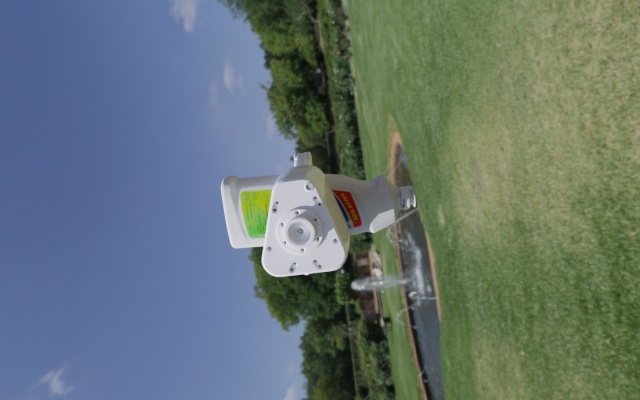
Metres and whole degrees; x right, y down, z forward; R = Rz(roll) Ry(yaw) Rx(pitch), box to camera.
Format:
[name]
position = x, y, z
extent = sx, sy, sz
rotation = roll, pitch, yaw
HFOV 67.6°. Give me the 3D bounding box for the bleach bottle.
[bleach bottle]
position = 0.000, 0.002, 0.648
extent = 0.251, 0.102, 0.068
rotation = -7, 10, 3
